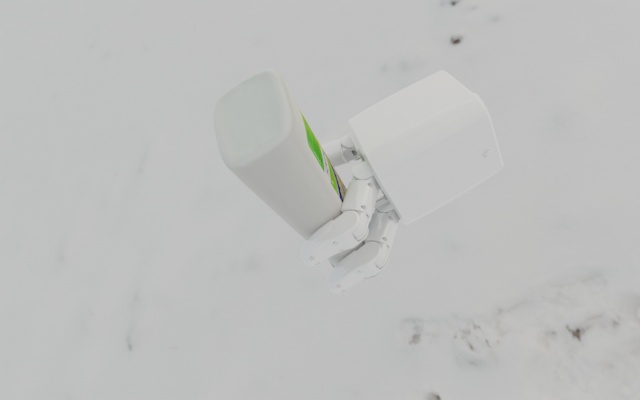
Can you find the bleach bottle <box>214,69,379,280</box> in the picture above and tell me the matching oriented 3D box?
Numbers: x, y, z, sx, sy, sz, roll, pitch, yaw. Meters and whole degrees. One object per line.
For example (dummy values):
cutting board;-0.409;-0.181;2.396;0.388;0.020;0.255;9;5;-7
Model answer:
bleach bottle;0.000;0.002;0.454;0.068;0.102;0.251;-28;-42;10
